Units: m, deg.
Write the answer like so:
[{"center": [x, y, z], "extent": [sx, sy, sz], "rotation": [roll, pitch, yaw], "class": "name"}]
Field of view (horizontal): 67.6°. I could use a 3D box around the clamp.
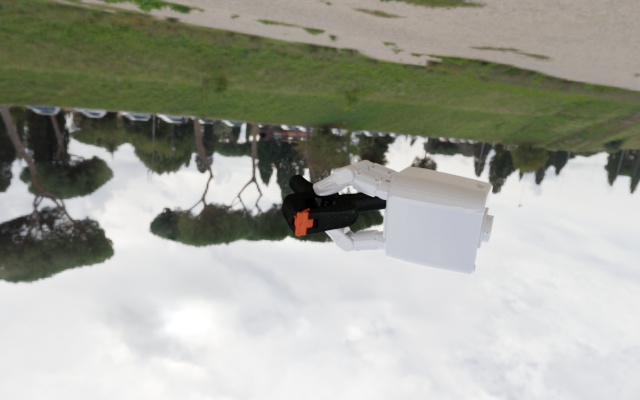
[{"center": [0.000, 0.003, 0.620], "extent": [0.164, 0.036, 0.210], "rotation": [11, 15, 22], "class": "clamp"}]
